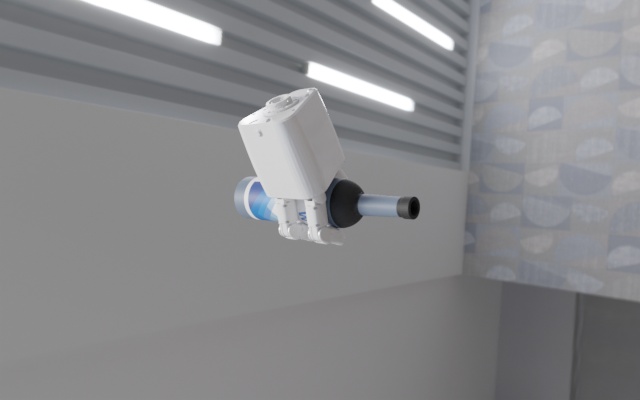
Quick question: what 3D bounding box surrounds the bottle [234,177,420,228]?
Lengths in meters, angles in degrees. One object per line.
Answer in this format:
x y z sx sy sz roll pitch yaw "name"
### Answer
0.000 0.002 0.658 0.295 0.069 0.069 4 2 41 "bottle"
